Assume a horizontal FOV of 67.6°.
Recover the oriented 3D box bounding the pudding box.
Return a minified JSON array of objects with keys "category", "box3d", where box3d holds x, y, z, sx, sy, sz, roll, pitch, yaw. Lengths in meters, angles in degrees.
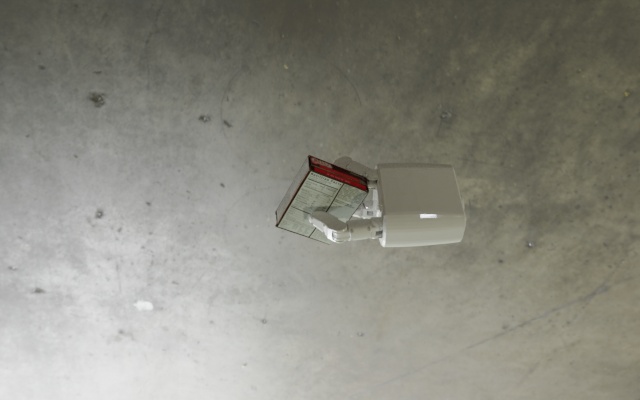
[{"category":"pudding box","box3d":[0.000,0.002,0.654,0.090,0.113,0.039,21,34,-18]}]
